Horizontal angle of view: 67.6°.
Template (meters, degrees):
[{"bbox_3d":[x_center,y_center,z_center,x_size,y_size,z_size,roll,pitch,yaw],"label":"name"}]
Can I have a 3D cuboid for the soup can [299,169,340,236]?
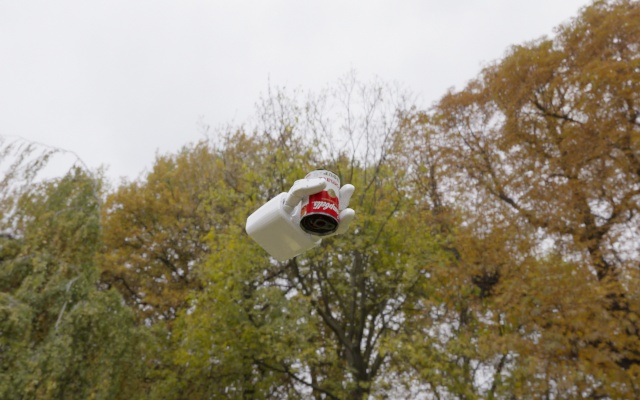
[{"bbox_3d":[0.000,0.002,0.851,0.068,0.102,0.069,2,-38,2],"label":"soup can"}]
